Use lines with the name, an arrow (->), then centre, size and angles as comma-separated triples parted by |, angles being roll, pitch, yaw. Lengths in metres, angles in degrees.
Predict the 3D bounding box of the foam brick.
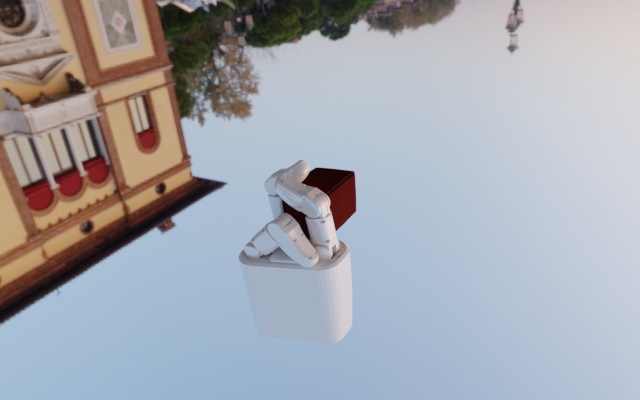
foam brick -> 0.000, 0.002, 0.536 | 0.053, 0.051, 0.078 | 10, 30, 30
